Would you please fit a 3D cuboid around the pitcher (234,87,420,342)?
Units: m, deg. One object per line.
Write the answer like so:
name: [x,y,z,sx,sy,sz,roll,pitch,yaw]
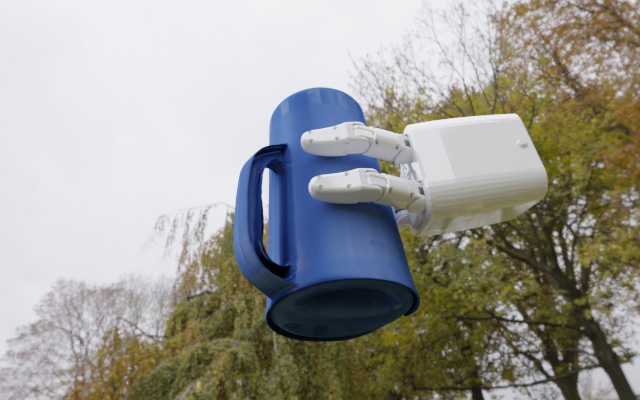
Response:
pitcher: [0.000,0.002,0.467,0.145,0.242,0.149,-8,-35,0]
